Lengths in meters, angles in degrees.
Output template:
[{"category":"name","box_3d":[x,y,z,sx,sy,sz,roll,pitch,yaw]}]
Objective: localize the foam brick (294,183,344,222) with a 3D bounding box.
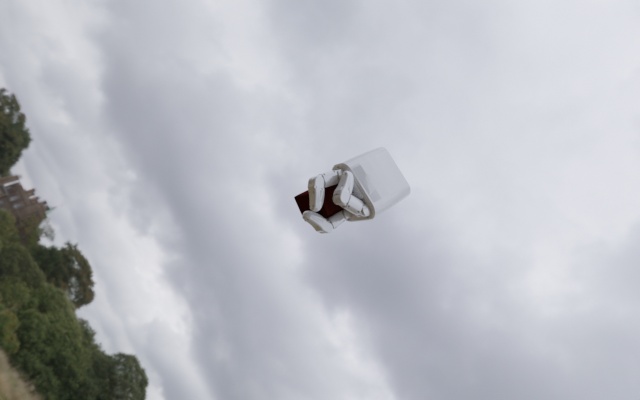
[{"category":"foam brick","box_3d":[0.000,0.003,0.868,0.051,0.053,0.078,-28,10,-33]}]
